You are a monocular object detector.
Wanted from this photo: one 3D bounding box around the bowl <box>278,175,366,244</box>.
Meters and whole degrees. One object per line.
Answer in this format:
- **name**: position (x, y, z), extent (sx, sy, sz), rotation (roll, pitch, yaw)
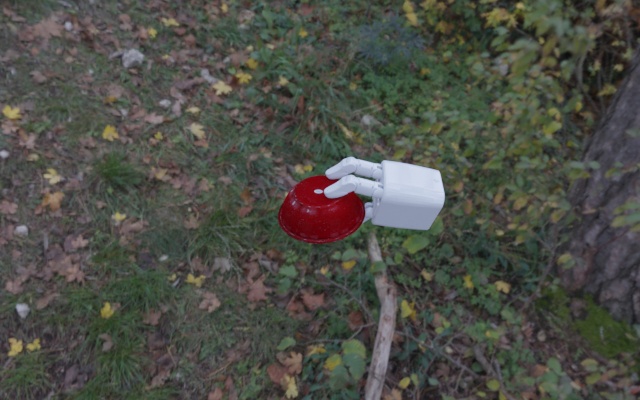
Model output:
- **bowl**: position (-0.001, 0.003, 0.859), extent (0.162, 0.055, 0.162), rotation (-3, 39, 3)
